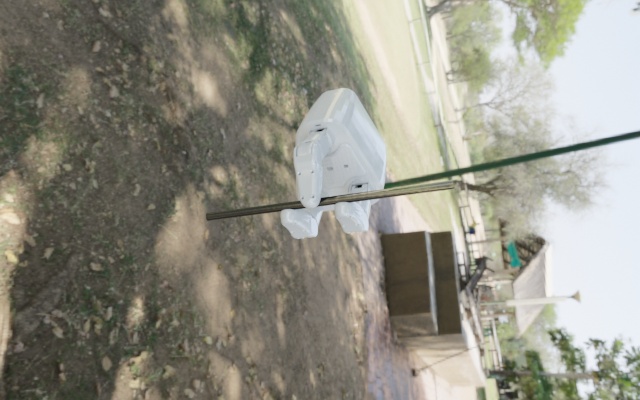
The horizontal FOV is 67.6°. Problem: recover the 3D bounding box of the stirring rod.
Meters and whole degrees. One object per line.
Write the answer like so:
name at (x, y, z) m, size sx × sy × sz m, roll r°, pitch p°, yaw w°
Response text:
stirring rod at (0.000, 0.001, 0.443) m, size 0.239 × 0.011 × 0.011 m, roll -8°, pitch -2°, yaw 18°
